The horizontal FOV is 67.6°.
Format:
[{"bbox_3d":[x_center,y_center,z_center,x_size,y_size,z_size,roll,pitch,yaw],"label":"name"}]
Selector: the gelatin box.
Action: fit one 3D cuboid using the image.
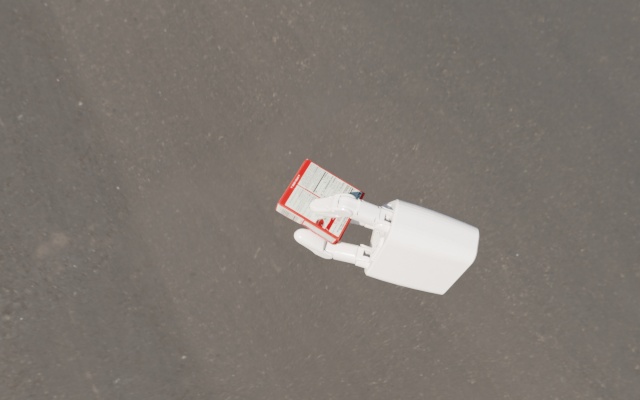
[{"bbox_3d":[0.000,0.002,0.600,0.089,0.073,0.030,31,-23,-2],"label":"gelatin box"}]
